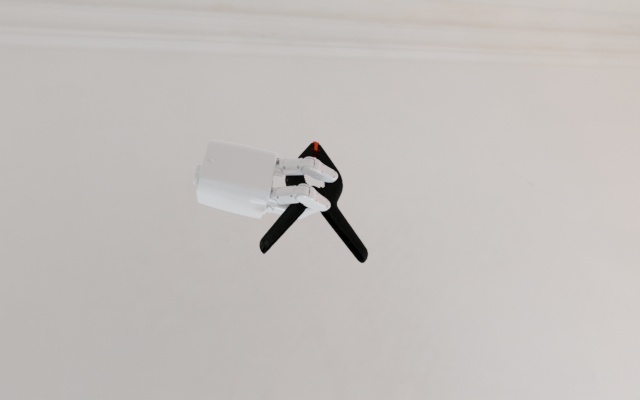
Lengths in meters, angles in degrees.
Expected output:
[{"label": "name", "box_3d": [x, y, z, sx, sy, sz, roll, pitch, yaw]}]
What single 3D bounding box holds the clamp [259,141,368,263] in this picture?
[{"label": "clamp", "box_3d": [0.000, 0.002, 0.751, 0.164, 0.209, 0.036, 14, -32, -11]}]
